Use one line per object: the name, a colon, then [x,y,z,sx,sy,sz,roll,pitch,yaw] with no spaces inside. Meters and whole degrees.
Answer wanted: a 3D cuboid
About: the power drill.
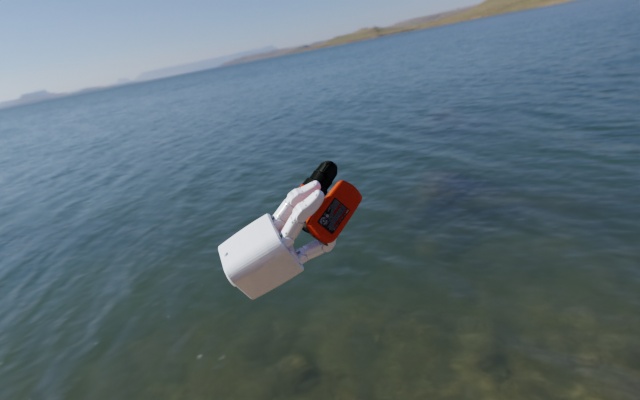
power drill: [0.000,0.003,0.856,0.057,0.184,0.187,37,-11,-18]
